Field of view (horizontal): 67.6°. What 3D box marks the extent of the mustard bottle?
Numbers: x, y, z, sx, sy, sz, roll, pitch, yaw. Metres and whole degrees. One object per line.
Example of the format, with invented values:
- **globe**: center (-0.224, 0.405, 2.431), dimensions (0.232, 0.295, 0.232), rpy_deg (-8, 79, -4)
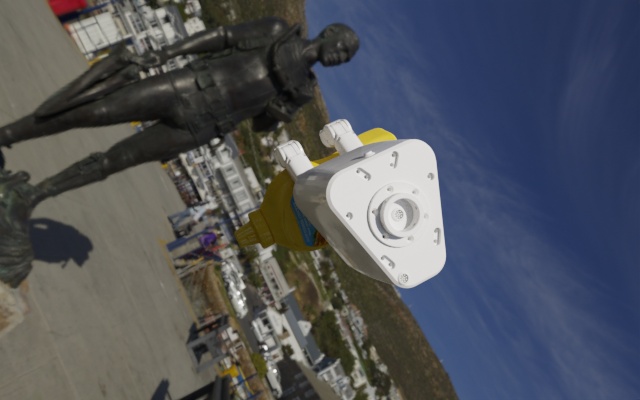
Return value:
- **mustard bottle**: center (0.000, 0.001, 0.508), dimensions (0.191, 0.096, 0.058), rpy_deg (-25, 31, -12)
